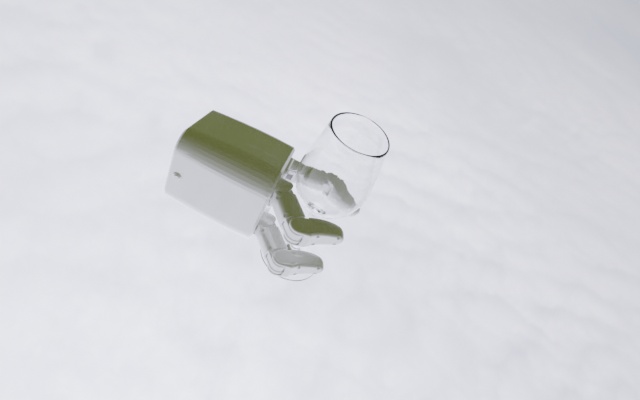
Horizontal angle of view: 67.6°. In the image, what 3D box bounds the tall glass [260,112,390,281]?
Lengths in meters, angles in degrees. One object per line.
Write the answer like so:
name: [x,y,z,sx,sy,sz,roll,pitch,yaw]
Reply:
tall glass: [0.000,0.002,0.511,0.079,0.079,0.201,0,-40,-30]
